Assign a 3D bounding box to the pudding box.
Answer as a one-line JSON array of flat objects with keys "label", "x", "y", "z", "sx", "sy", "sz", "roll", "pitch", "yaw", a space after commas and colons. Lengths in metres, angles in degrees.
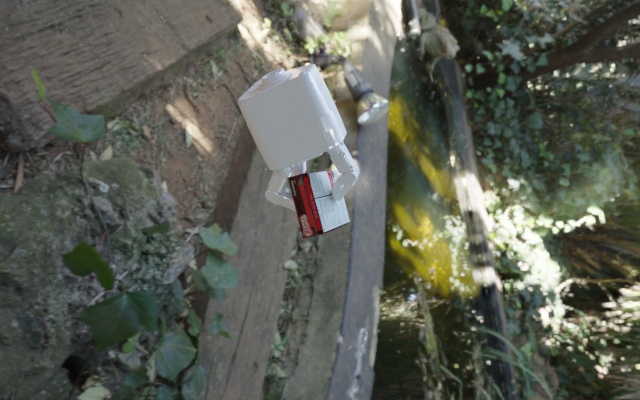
[{"label": "pudding box", "x": 0.000, "y": 0.002, "z": 0.705, "sx": 0.039, "sy": 0.090, "sz": 0.113, "roll": -13, "pitch": 0, "yaw": 26}]
